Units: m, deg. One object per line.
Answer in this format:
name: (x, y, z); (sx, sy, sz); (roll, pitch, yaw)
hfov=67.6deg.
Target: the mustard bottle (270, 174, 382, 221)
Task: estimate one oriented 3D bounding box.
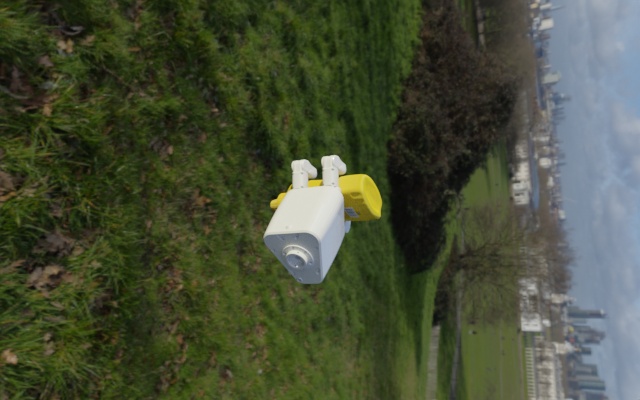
mustard bottle: (0.000, 0.002, 0.809); (0.191, 0.058, 0.096); (-5, -31, 26)
